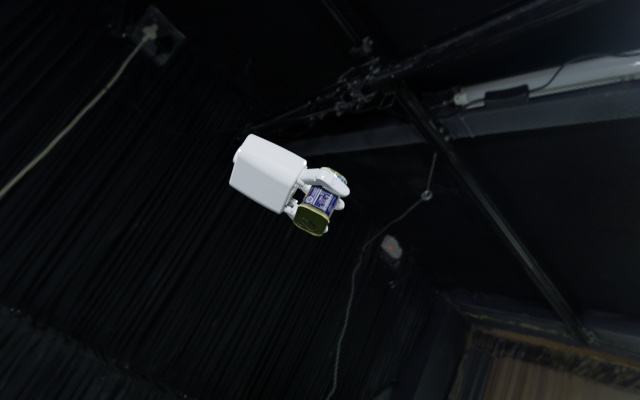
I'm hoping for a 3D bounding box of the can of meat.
[{"bbox_3d":[0.000,0.002,0.816,0.057,0.084,0.102,27,-24,2],"label":"can of meat"}]
